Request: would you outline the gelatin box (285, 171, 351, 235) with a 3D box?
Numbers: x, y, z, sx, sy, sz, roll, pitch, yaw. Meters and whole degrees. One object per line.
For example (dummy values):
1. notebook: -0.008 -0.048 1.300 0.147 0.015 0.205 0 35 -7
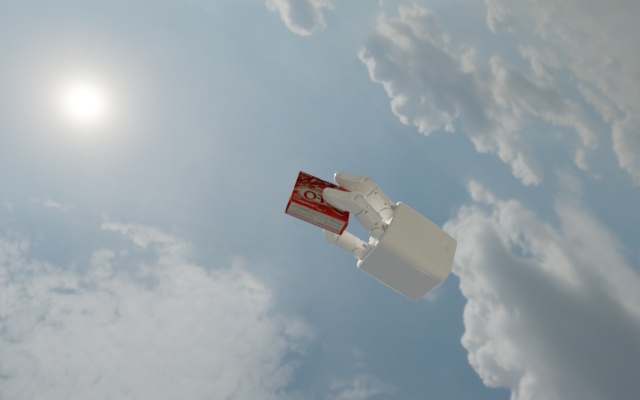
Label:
1. gelatin box: 0.000 0.002 0.687 0.089 0.030 0.073 21 39 -6
